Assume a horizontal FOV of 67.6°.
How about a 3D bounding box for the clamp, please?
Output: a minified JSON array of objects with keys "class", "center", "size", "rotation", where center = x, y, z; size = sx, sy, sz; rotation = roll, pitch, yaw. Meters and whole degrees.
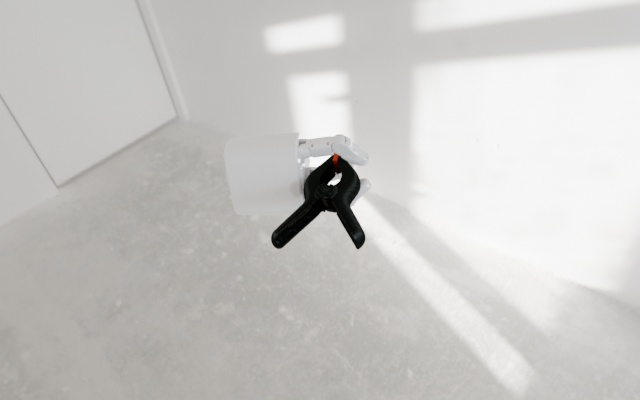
[{"class":"clamp","center":[0.000,0.002,0.635],"size":[0.120,0.039,0.171],"rotation":[-3,41,8]}]
